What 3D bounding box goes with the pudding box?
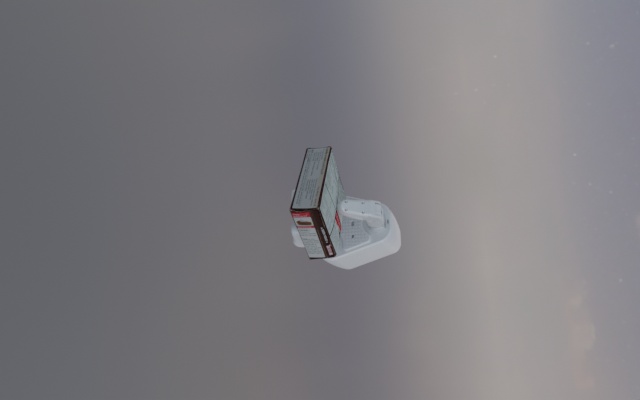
[{"bbox_3d":[0.000,0.002,0.591,0.039,0.090,0.113,-6,43,15],"label":"pudding box"}]
